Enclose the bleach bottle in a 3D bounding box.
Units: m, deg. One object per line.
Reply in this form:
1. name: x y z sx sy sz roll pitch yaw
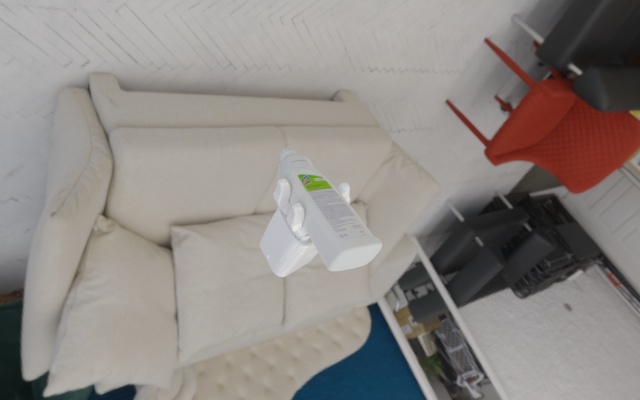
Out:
1. bleach bottle: 0.000 0.003 0.838 0.102 0.250 0.068 -5 -39 -39
